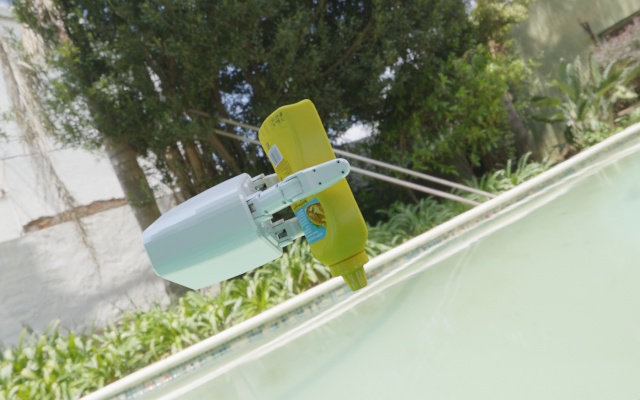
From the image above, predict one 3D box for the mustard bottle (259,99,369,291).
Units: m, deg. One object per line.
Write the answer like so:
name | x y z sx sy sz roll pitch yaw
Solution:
mustard bottle | 0.000 0.001 0.487 0.058 0.191 0.096 -22 -5 -23
